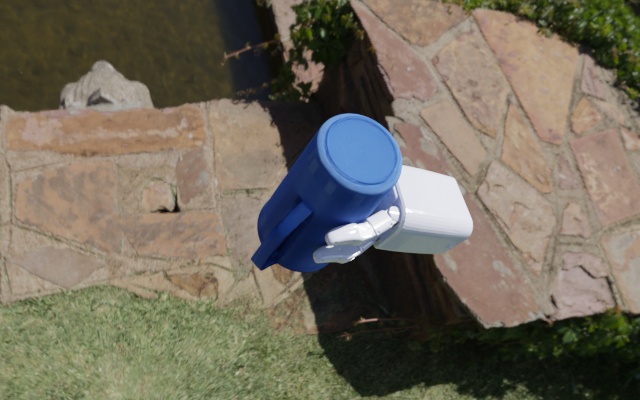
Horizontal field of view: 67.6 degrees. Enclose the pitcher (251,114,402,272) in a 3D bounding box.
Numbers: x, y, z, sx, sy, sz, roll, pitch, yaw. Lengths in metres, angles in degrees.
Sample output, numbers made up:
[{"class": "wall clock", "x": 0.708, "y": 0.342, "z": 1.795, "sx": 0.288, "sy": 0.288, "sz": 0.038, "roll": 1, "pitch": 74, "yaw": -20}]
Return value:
[{"class": "pitcher", "x": 0.000, "y": 0.002, "z": 0.628, "sx": 0.145, "sy": 0.149, "sz": 0.243, "roll": 9, "pitch": -29, "yaw": -17}]
